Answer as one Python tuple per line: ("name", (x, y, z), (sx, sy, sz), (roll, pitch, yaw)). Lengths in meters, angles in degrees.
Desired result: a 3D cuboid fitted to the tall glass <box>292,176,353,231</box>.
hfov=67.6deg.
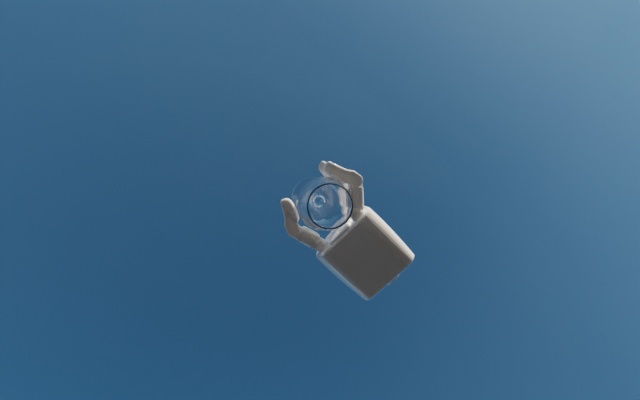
("tall glass", (0.000, 0.002, 0.726), (0.079, 0.079, 0.201), (0, 3, -7))
